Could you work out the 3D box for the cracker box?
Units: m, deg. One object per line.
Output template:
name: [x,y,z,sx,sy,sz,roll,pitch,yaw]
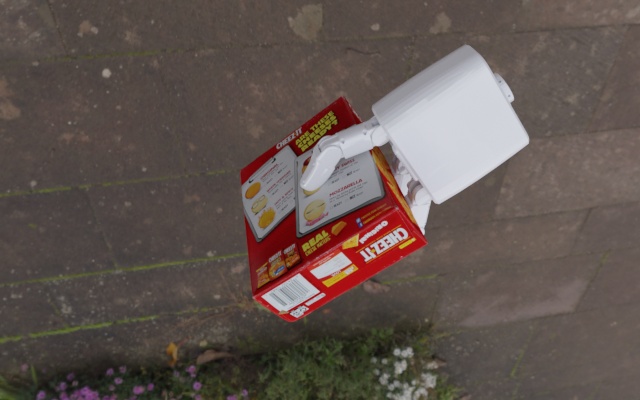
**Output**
cracker box: [0.000,0.002,0.524,0.164,0.213,0.072,-34,-52,14]
